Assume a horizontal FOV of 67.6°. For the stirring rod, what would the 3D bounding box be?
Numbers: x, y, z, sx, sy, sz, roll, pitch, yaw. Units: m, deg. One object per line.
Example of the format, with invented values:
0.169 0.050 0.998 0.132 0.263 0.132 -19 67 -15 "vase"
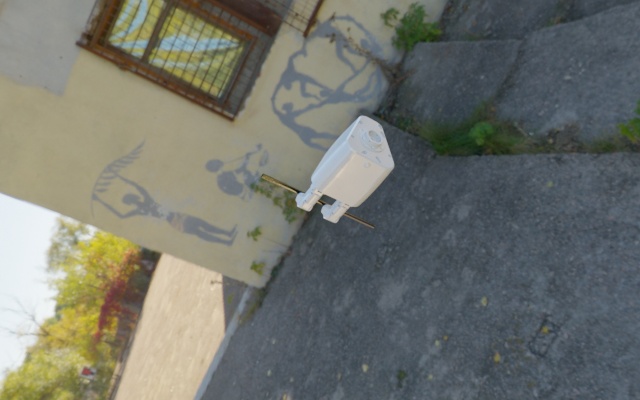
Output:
0.000 0.003 0.888 0.239 0.011 0.011 25 -9 -19 "stirring rod"
